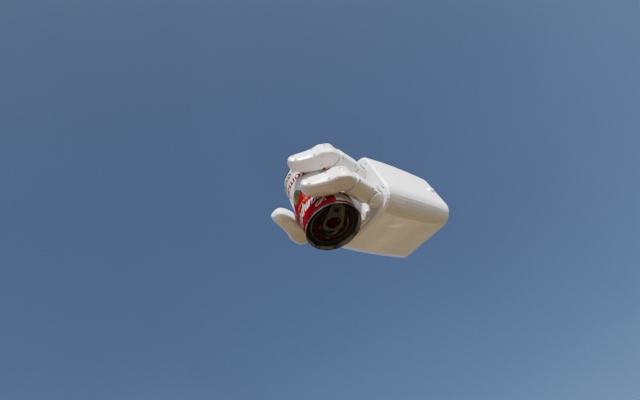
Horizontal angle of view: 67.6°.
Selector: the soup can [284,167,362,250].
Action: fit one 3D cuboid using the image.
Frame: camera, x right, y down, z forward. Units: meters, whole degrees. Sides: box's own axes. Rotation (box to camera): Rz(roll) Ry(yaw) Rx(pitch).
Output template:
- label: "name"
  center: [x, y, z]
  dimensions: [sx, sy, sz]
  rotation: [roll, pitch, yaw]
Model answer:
- label: "soup can"
  center: [0.000, 0.002, 0.578]
  dimensions: [0.068, 0.068, 0.102]
  rotation: [0, 34, -22]
